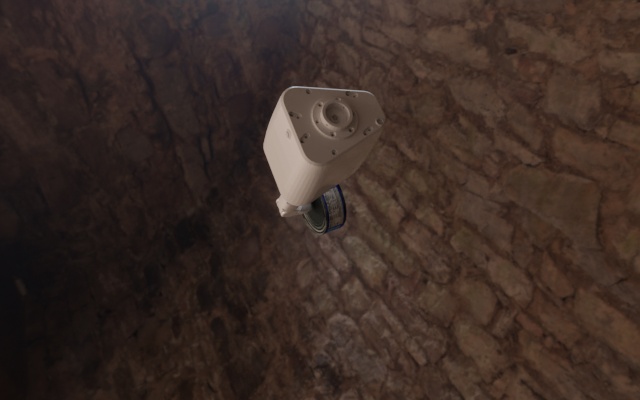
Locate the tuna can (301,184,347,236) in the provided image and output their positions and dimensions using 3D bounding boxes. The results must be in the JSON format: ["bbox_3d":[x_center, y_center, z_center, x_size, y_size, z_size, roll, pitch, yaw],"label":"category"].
[{"bbox_3d":[0.001,0.002,0.650,0.034,0.086,0.086,-19,8,-23],"label":"tuna can"}]
